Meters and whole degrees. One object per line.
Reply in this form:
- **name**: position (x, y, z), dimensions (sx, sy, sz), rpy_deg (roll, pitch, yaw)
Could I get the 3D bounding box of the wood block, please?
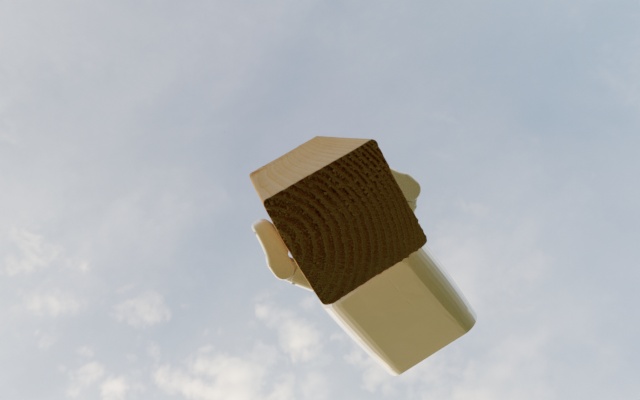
- **wood block**: position (0.000, 0.002, 0.428), dimensions (0.091, 0.090, 0.206), rpy_deg (-31, 12, -6)
